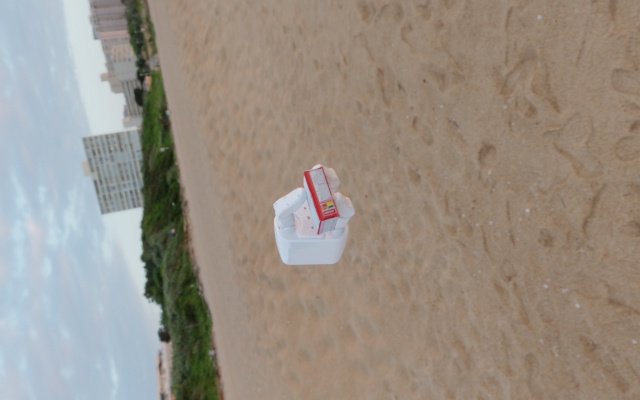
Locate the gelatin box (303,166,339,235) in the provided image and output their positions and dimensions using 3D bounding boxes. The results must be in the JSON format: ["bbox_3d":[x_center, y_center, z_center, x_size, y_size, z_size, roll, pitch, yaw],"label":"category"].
[{"bbox_3d":[0.000,0.002,0.671,0.030,0.073,0.089,-16,-15,-7],"label":"gelatin box"}]
